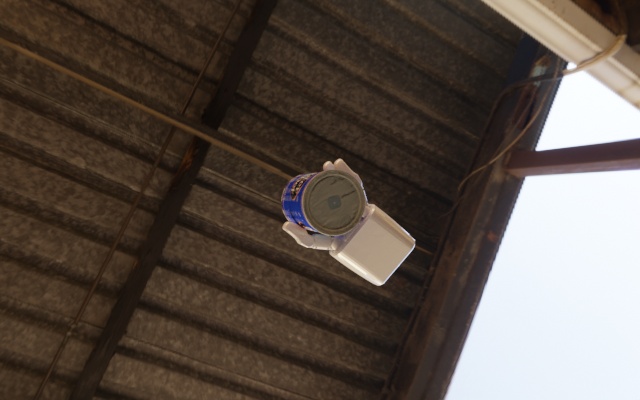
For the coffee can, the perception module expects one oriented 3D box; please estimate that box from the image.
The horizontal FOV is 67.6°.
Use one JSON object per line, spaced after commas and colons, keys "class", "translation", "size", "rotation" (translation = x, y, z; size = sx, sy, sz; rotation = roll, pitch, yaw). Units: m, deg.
{"class": "coffee can", "translation": [0.000, 0.003, 0.801], "size": [0.103, 0.103, 0.140], "rotation": [0, 1, -19]}
